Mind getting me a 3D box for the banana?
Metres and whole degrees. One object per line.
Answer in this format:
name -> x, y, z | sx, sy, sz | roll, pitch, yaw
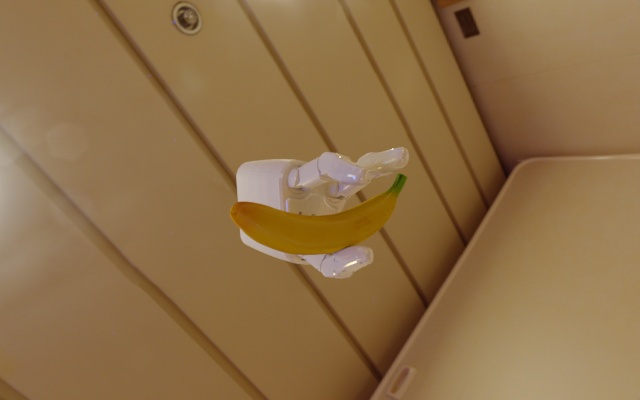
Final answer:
banana -> 0.004, 0.019, 0.459 | 0.198, 0.070, 0.037 | -12, 16, -35
